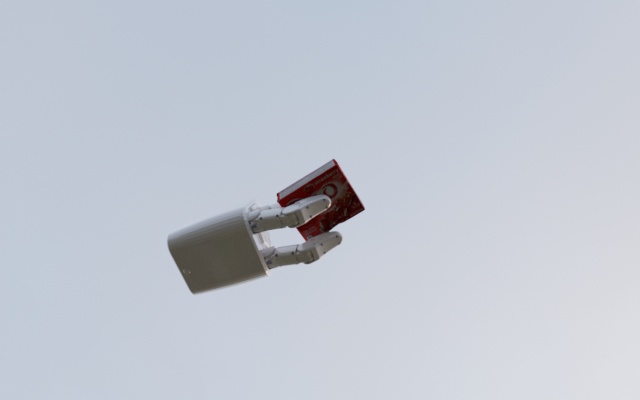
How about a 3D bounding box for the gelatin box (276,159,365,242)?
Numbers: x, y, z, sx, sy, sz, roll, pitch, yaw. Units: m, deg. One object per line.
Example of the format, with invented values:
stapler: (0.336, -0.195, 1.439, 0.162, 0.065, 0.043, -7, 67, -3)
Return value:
gelatin box: (0.000, 0.002, 0.603, 0.089, 0.073, 0.030, -31, 23, 5)
